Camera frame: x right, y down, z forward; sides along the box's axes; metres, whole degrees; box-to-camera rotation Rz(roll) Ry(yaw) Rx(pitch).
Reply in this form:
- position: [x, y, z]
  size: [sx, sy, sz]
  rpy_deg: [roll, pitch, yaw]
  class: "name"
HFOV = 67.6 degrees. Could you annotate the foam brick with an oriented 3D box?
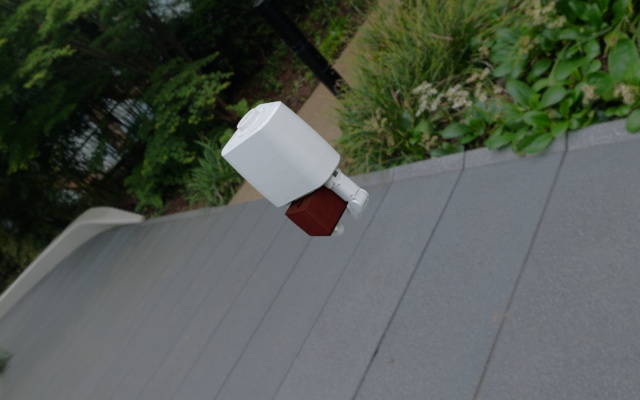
- position: [0.000, 0.002, 0.632]
  size: [0.051, 0.078, 0.053]
  rpy_deg: [42, -27, -23]
  class: "foam brick"
